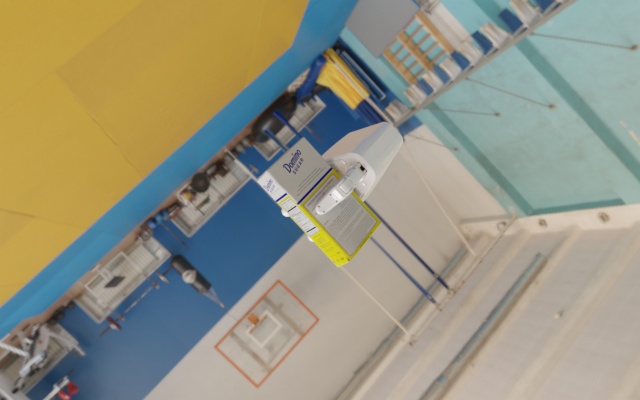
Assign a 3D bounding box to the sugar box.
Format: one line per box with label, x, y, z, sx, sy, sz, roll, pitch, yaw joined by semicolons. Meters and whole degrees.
sugar box;0.000;0.002;0.703;0.093;0.176;0.048;-47;6;-36
